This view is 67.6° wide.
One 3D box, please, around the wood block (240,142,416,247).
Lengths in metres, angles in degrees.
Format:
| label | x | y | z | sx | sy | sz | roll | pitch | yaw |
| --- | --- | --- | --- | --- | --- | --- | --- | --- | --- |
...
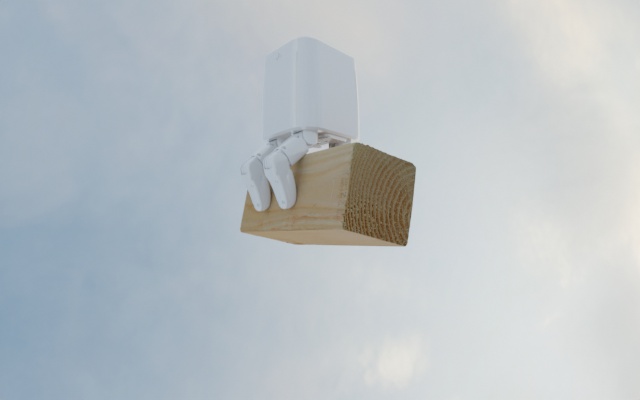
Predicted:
| label | x | y | z | sx | sy | sz | roll | pitch | yaw |
| --- | --- | --- | --- | --- | --- | --- | --- | --- | --- |
| wood block | 0.000 | 0.001 | 0.554 | 0.091 | 0.090 | 0.206 | 16 | -13 | -34 |
